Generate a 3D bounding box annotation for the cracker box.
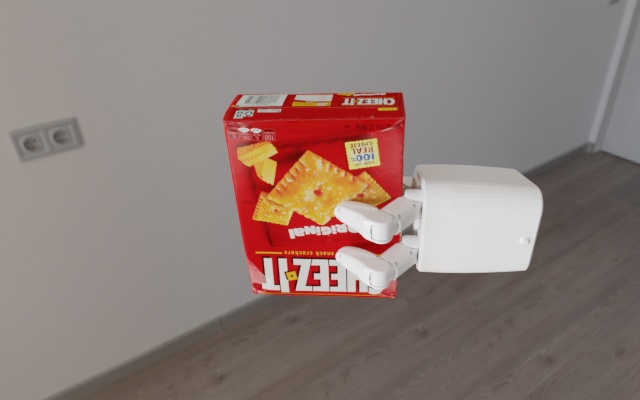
[{"bbox_3d":[0.000,0.001,0.490,0.164,0.214,0.072,1,33,6],"label":"cracker box"}]
